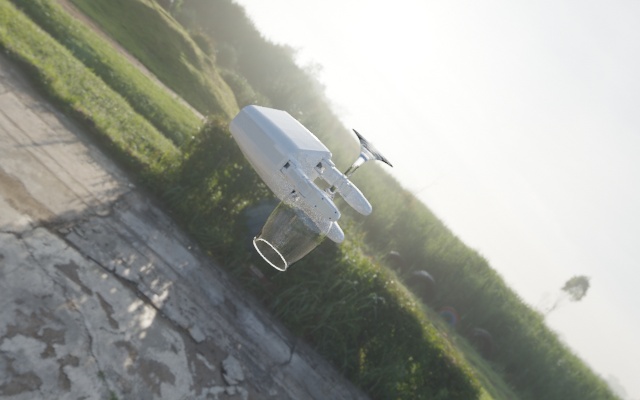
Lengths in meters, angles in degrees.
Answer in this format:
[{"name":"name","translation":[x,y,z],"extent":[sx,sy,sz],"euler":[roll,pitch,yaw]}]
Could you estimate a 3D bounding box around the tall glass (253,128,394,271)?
[{"name":"tall glass","translation":[0.001,0.002,0.634],"extent":[0.079,0.201,0.079],"euler":[43,7,-7]}]
